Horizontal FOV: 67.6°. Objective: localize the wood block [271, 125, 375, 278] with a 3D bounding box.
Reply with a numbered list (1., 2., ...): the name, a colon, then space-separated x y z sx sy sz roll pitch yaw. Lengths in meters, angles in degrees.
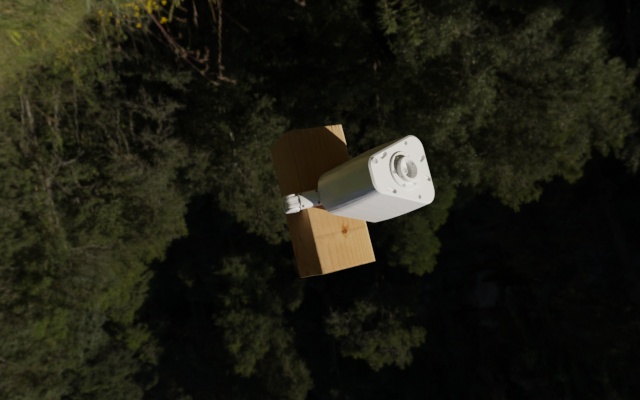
1. wood block: 0.000 0.002 0.714 0.091 0.206 0.090 -10 -7 -24
